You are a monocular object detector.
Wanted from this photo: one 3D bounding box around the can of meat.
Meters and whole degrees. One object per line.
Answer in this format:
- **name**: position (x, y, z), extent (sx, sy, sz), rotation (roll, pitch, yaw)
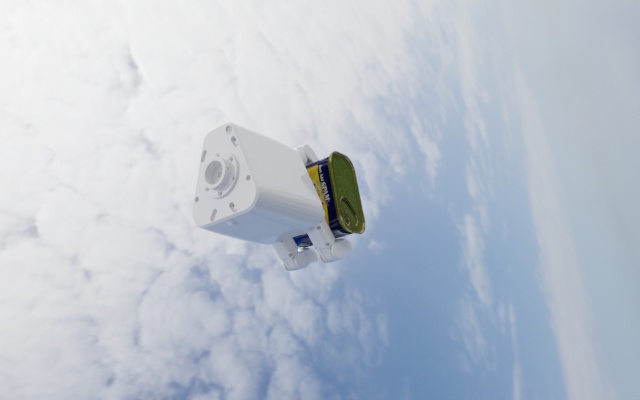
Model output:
- **can of meat**: position (0.000, 0.002, 0.591), extent (0.084, 0.102, 0.057), rotation (-19, -18, 29)
